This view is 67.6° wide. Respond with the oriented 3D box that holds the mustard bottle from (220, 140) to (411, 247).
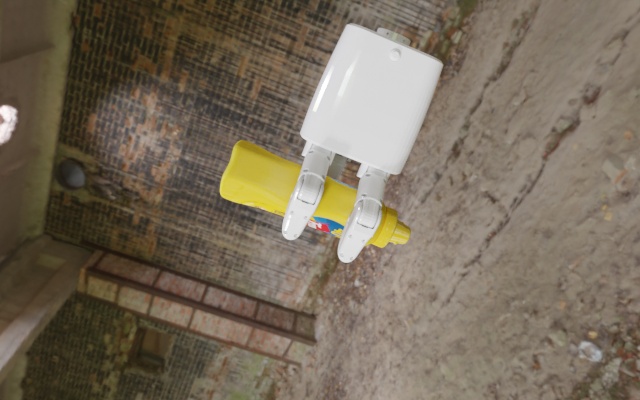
[{"bbox_3d":[0.000,0.002,0.473,0.191,0.058,0.096,21,-10,-8],"label":"mustard bottle"}]
